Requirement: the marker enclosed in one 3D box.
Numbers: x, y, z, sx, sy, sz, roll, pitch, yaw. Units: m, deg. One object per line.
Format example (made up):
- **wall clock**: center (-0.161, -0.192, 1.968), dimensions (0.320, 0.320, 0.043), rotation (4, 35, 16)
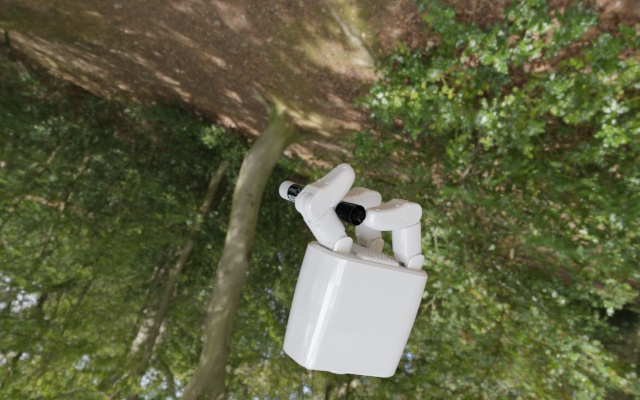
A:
- **marker**: center (0.000, 0.001, 0.446), dimensions (0.020, 0.020, 0.121), rotation (0, 12, -37)
